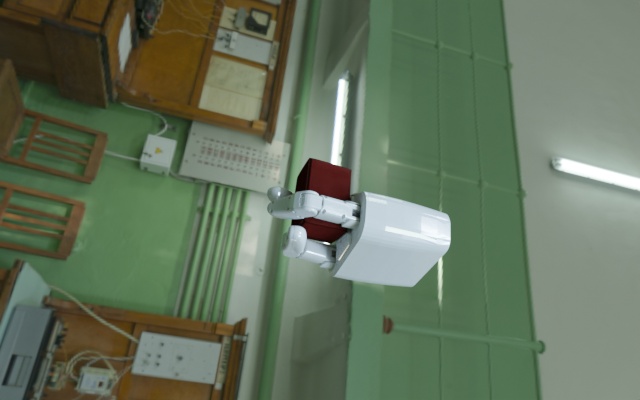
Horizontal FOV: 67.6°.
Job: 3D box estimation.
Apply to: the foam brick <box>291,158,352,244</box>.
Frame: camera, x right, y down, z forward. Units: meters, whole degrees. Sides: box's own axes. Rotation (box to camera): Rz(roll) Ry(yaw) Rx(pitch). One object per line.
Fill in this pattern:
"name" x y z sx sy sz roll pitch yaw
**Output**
"foam brick" 0.000 0.001 0.539 0.051 0.078 0.053 12 -24 -15
